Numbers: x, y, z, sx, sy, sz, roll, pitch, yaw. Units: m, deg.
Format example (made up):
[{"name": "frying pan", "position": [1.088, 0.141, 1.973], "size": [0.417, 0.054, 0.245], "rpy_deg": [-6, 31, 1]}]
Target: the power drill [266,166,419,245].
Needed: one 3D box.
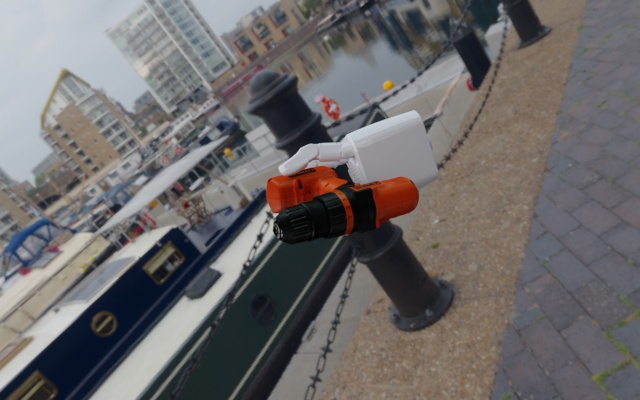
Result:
[{"name": "power drill", "position": [0.000, 0.002, 0.601], "size": [0.184, 0.057, 0.187], "rpy_deg": [-12, 16, -26]}]
